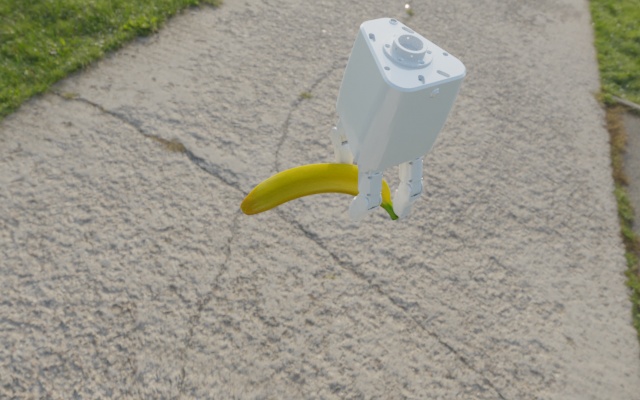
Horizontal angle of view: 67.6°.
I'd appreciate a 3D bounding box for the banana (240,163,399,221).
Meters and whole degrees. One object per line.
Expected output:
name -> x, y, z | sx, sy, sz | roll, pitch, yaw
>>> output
banana -> 0.002, -0.014, 0.583 | 0.198, 0.069, 0.037 | 2, -29, -10
